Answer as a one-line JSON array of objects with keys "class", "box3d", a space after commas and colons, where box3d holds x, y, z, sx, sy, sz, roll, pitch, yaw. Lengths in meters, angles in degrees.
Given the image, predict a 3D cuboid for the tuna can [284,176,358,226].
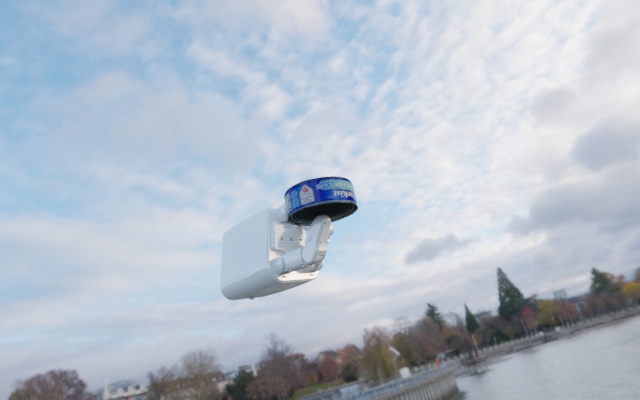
[{"class": "tuna can", "box3d": [0.000, 0.001, 0.573, 0.086, 0.033, 0.086, -10, -18, -3]}]
